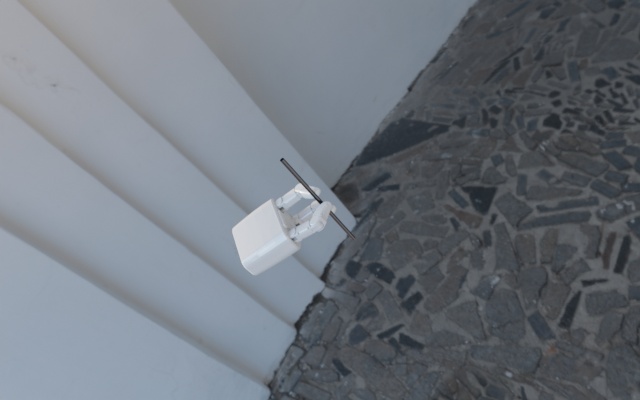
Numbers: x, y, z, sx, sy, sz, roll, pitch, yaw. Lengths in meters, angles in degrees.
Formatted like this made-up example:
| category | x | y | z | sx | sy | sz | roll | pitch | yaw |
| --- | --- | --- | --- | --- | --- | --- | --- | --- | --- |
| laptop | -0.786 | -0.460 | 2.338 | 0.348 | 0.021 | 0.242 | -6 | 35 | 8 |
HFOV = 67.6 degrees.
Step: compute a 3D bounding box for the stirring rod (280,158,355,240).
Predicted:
| category | x | y | z | sx | sy | sz | roll | pitch | yaw |
| --- | --- | --- | --- | --- | --- | --- | --- | --- | --- |
| stirring rod | 0.000 | 0.003 | 0.891 | 0.011 | 0.011 | 0.240 | 0 | -38 | 45 |
